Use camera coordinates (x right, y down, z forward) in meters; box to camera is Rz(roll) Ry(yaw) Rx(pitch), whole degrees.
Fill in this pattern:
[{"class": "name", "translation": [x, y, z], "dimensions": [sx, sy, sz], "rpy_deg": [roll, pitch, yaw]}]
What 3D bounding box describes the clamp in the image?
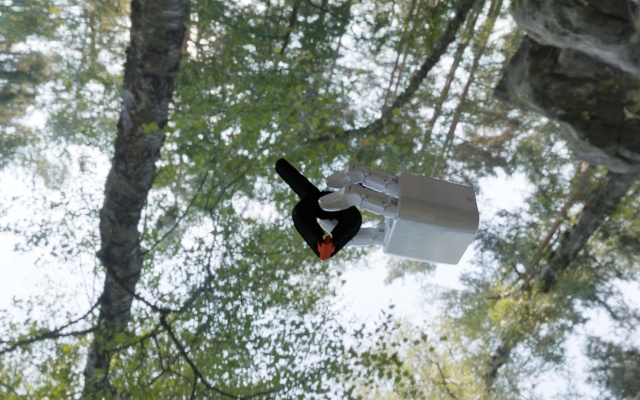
[{"class": "clamp", "translation": [0.000, 0.003, 0.670], "dimensions": [0.164, 0.036, 0.209], "rpy_deg": [9, 35, 4]}]
